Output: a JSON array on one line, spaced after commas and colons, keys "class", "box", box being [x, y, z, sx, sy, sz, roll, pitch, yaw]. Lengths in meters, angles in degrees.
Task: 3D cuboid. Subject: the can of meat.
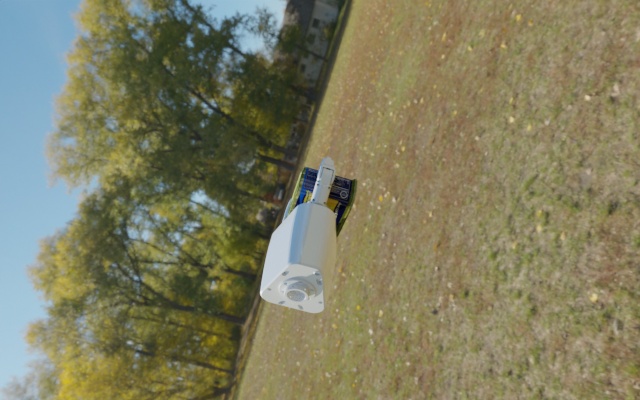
[{"class": "can of meat", "box": [0.000, 0.002, 0.724, 0.084, 0.057, 0.102, 16, -43, -6]}]
